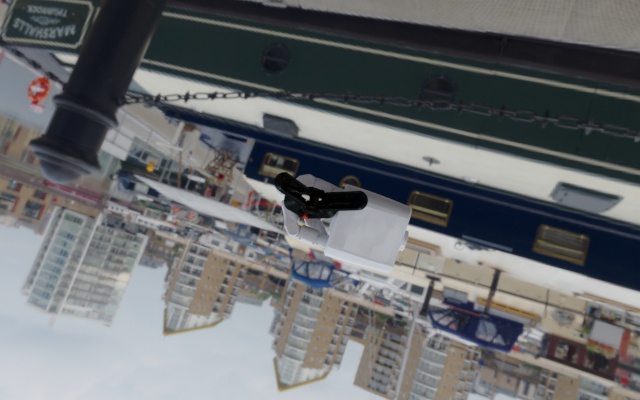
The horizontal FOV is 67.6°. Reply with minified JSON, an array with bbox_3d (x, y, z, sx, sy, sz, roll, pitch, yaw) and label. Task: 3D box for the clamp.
[{"bbox_3d":[0.000,0.003,0.665,0.120,0.039,0.171,18,-9,3],"label":"clamp"}]
